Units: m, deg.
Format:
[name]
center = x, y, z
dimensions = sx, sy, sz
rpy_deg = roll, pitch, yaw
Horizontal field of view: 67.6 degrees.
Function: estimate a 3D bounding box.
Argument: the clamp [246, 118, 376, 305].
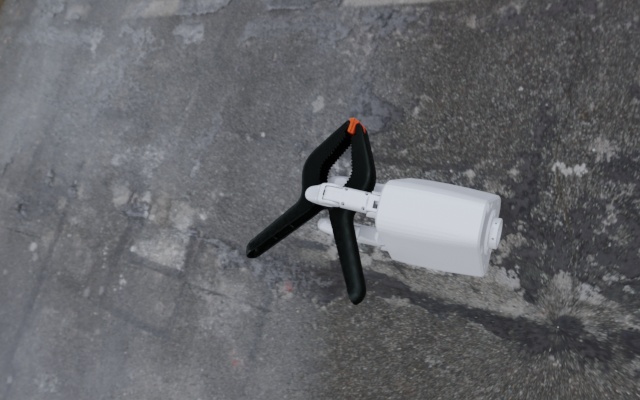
[clamp]
center = 0.000, 0.001, 0.572
dimensions = 0.164, 0.210, 0.036
rpy_deg = 11, -8, 26
